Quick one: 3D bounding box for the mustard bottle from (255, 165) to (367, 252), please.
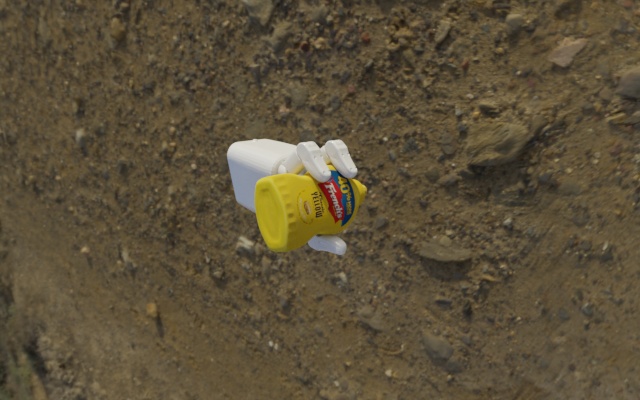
[{"bbox_3d":[0.000,0.002,0.654,0.058,0.096,0.191,-10,4,43],"label":"mustard bottle"}]
